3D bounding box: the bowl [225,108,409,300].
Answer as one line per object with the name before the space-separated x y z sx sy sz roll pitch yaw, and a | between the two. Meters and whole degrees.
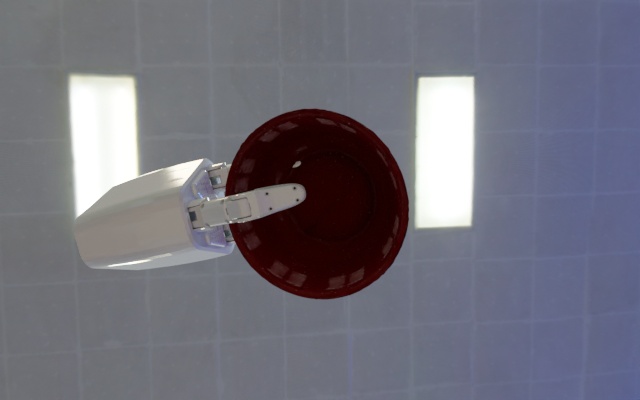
bowl | 0.001 0.001 0.421 0.162 0.162 0.055 0 10 18
